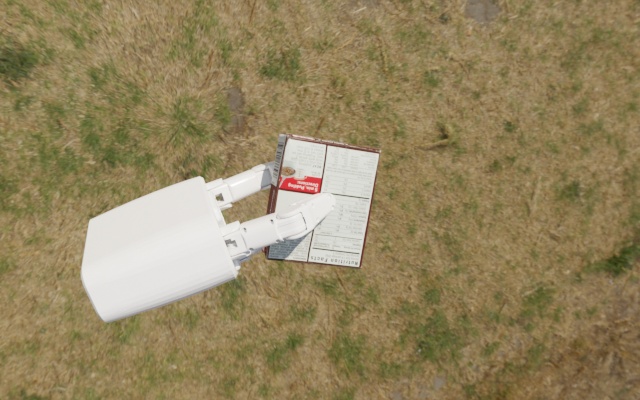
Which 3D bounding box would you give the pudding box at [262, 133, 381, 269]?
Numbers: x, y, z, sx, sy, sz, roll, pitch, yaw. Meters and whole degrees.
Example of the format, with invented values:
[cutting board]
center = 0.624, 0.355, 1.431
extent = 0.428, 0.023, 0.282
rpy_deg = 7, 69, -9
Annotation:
[pudding box]
center = 0.000, 0.001, 0.432
extent = 0.090, 0.113, 0.039
rpy_deg = 8, 8, -14
